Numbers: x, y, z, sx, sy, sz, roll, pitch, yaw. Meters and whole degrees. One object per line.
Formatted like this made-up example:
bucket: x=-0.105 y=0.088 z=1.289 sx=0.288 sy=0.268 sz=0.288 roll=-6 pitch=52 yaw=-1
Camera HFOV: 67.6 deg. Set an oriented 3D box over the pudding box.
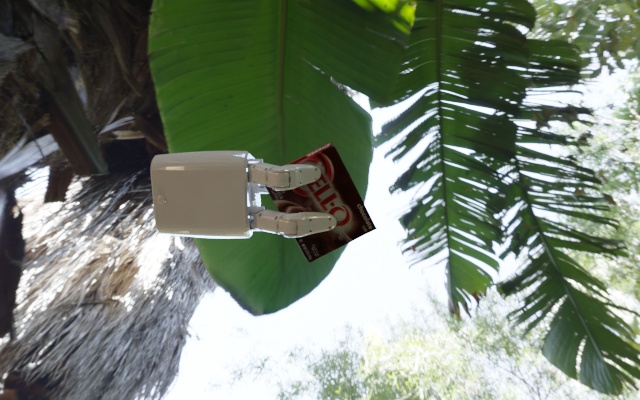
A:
pudding box: x=0.000 y=0.002 z=0.553 sx=0.090 sy=0.113 sz=0.039 roll=-27 pitch=14 yaw=6
